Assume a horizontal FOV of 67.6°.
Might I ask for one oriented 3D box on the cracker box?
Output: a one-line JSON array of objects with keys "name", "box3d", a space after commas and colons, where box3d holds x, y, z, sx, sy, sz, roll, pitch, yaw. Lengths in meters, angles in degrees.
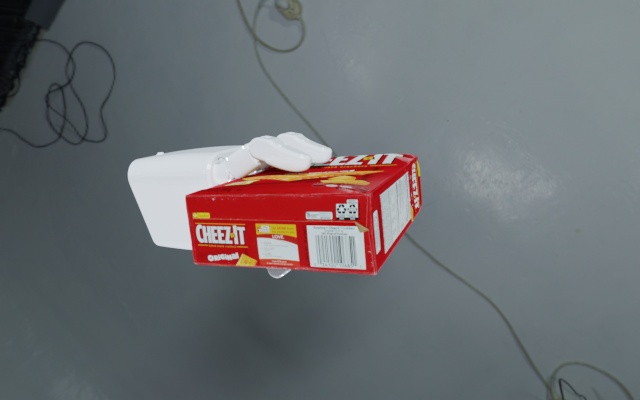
[{"name": "cracker box", "box3d": [0.000, 0.002, 0.470, 0.164, 0.072, 0.213, 0, 13, 21]}]
